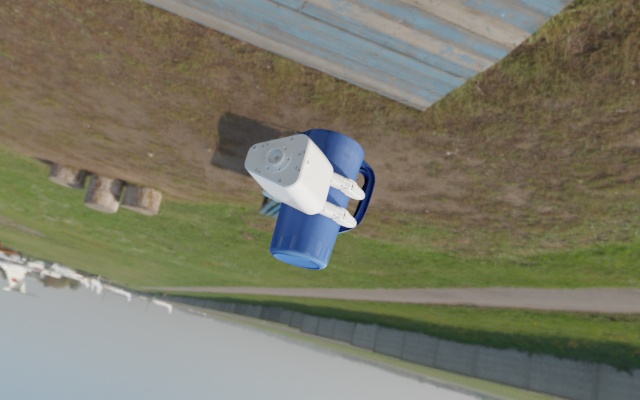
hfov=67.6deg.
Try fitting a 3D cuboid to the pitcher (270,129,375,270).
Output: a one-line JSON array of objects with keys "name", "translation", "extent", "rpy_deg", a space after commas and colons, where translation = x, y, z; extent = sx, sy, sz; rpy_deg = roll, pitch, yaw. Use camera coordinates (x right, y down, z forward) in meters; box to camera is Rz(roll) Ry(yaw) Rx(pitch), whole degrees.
[{"name": "pitcher", "translation": [0.000, 0.003, 0.891], "extent": [0.149, 0.242, 0.145], "rpy_deg": [8, -19, 24]}]
